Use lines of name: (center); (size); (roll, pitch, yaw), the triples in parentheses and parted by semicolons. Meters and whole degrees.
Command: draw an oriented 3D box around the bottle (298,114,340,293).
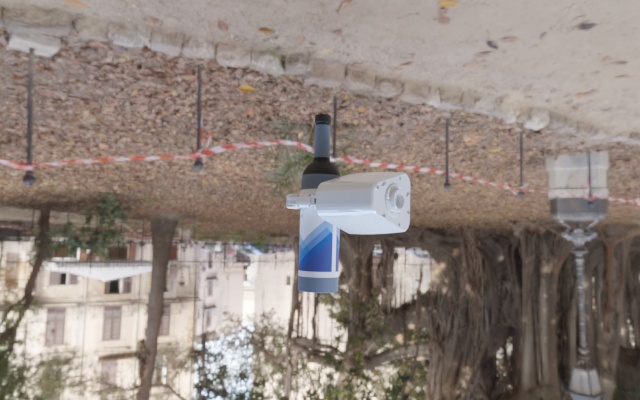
bottle: (0.000, 0.003, 0.800); (0.069, 0.295, 0.069); (2, -5, 0)
